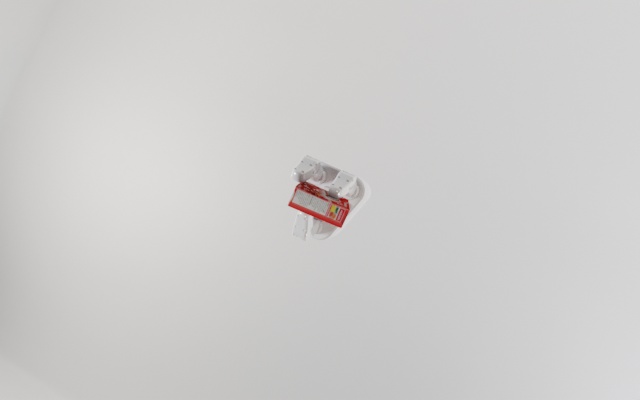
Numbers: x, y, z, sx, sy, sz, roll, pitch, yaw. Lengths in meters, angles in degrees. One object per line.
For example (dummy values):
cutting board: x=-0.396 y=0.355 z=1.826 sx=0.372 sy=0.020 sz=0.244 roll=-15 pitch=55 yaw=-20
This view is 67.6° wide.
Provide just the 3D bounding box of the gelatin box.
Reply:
gelatin box: x=0.000 y=0.003 z=0.625 sx=0.073 sy=0.030 sz=0.089 roll=24 pitch=9 yaw=0
